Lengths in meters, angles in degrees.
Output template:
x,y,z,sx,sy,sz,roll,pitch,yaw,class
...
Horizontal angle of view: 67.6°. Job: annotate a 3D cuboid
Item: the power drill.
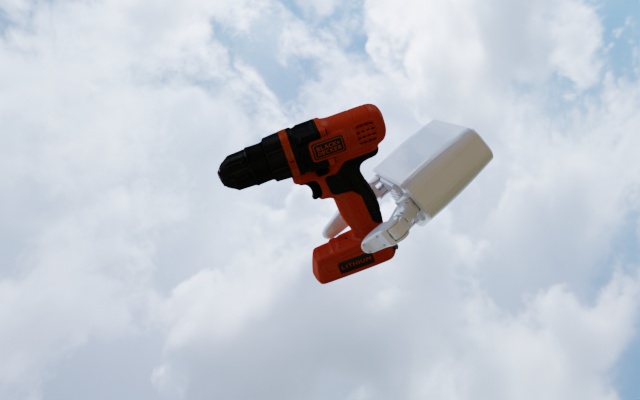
x,y,z,sx,sy,sz,roll,pitch,yaw,class
0.000,0.002,0.537,0.184,0.188,0.057,-19,29,0,power drill
